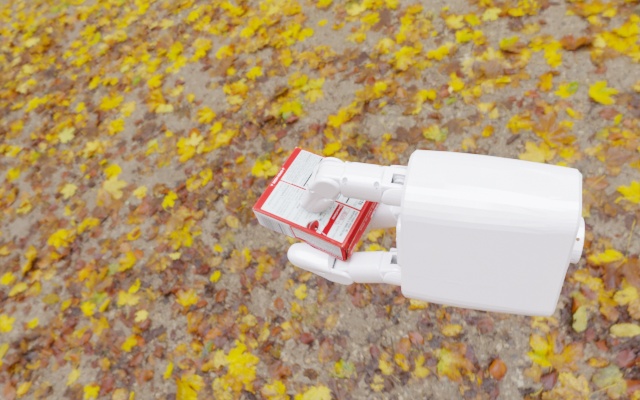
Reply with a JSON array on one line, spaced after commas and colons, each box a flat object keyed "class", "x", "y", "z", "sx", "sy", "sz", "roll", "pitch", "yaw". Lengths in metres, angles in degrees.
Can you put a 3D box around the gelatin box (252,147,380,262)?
[{"class": "gelatin box", "x": 0.000, "y": 0.001, "z": 0.403, "sx": 0.089, "sy": 0.073, "sz": 0.030, "roll": 21, "pitch": -27, "yaw": 21}]
